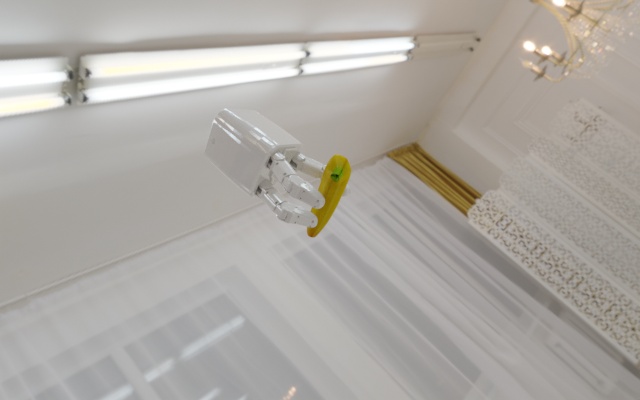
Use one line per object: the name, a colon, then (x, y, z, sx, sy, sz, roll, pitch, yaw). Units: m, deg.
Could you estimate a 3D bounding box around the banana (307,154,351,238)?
banana: (0.011, -0.012, 0.698, 0.037, 0.069, 0.198, 34, -28, 9)
